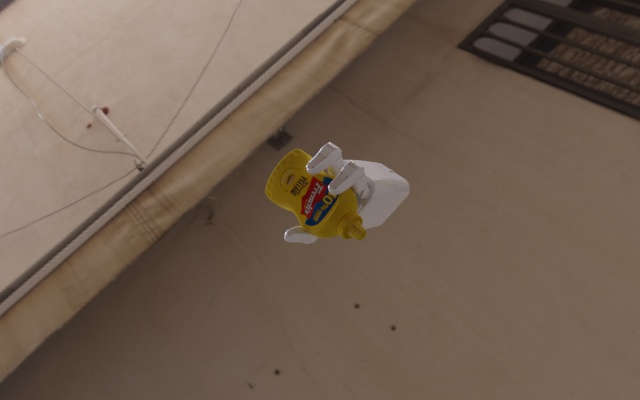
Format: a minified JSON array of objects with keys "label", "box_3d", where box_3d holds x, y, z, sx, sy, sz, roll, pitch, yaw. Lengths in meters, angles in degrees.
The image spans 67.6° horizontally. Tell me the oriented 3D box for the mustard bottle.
[{"label":"mustard bottle","box_3d":[0.000,0.002,0.739,0.191,0.096,0.058,39,4,36]}]
